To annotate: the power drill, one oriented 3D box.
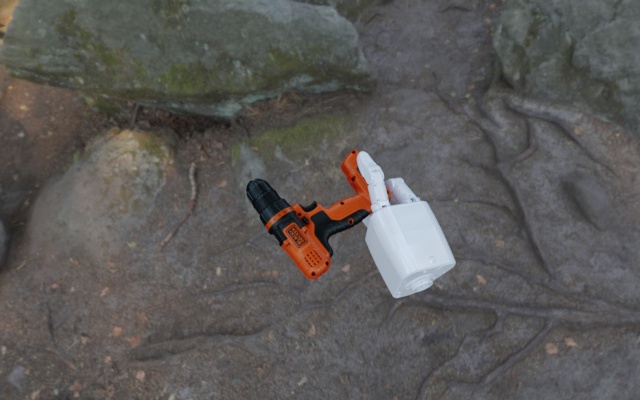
[{"bbox_3d":[0.001,0.002,0.748,0.187,0.184,0.057,-36,-11,-12],"label":"power drill"}]
